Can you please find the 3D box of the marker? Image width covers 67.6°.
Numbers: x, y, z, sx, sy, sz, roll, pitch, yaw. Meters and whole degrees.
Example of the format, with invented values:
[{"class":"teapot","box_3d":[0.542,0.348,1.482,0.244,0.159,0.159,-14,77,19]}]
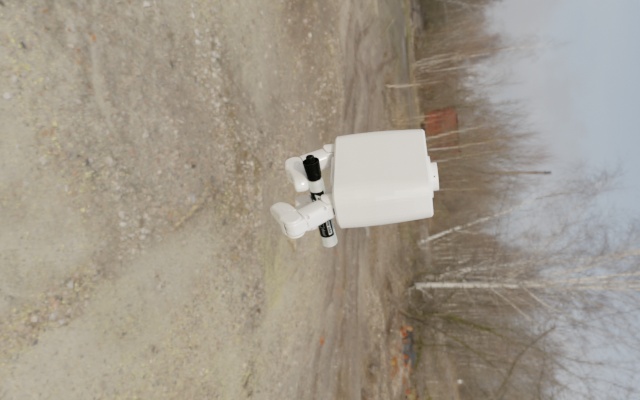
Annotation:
[{"class":"marker","box_3d":[0.000,0.002,0.547,0.020,0.121,0.020,-9,33,6]}]
